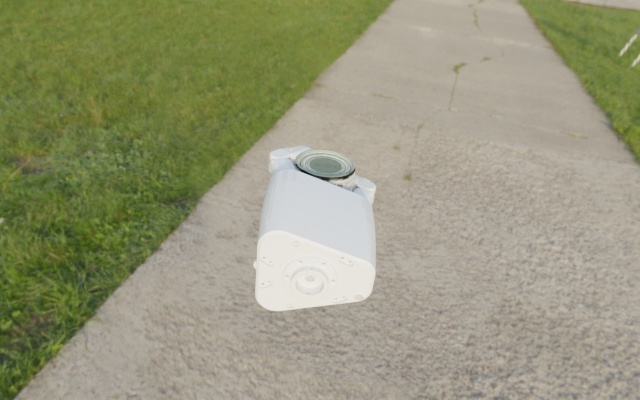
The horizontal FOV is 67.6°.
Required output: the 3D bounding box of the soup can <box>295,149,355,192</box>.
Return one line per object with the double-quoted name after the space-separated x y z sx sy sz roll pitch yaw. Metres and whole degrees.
0.000 0.001 0.544 0.068 0.102 0.068 5 32 -3 "soup can"
